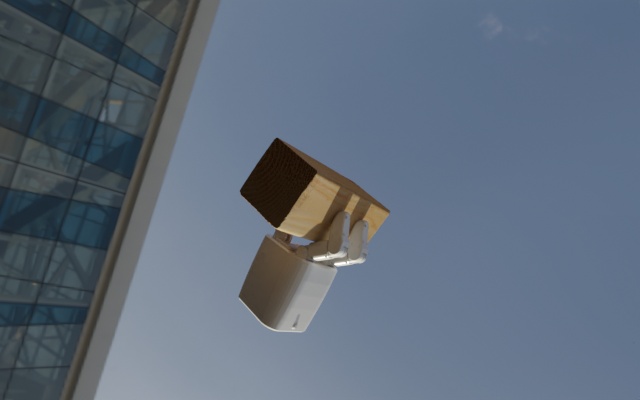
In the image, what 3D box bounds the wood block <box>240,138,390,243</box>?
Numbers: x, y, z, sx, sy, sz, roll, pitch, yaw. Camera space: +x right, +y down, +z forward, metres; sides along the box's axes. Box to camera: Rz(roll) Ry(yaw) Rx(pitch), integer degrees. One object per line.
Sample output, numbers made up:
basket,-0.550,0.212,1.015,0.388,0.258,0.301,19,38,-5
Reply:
wood block,0.000,0.002,0.673,0.090,0.090,0.206,40,9,35
